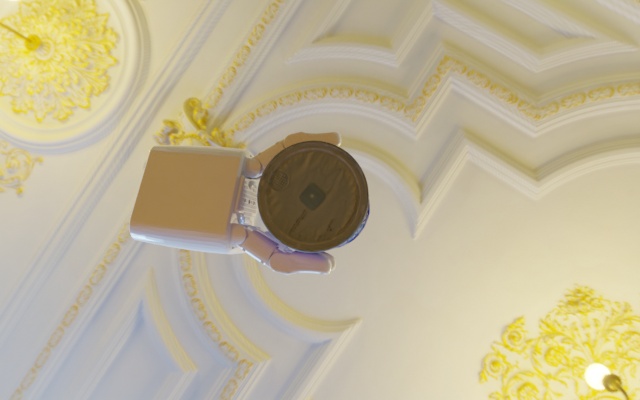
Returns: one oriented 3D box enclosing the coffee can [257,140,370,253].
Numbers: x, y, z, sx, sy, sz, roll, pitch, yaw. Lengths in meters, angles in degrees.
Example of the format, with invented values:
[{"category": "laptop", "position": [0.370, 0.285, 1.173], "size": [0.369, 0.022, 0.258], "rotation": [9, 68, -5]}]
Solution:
[{"category": "coffee can", "position": [0.000, 0.002, 0.501], "size": [0.103, 0.103, 0.140], "rotation": [0, -5, 6]}]
